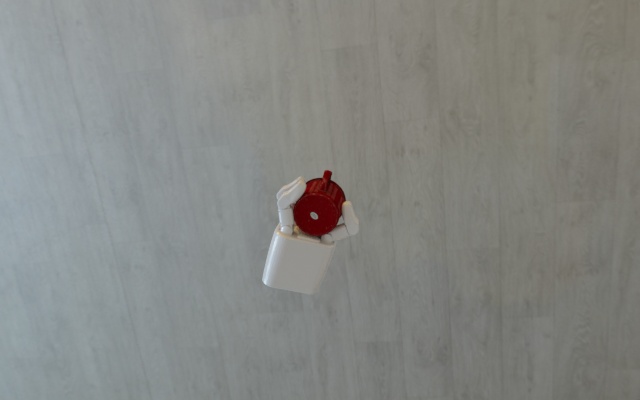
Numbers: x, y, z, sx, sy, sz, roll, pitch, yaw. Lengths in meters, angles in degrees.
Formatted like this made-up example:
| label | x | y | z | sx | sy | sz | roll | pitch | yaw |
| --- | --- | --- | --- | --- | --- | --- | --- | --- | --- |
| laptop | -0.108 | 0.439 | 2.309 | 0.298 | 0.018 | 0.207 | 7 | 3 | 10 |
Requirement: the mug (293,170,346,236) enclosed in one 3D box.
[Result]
| label | x | y | z | sx | sy | sz | roll | pitch | yaw |
| --- | --- | --- | --- | --- | --- | --- | --- | --- | --- |
| mug | 0.001 | 0.002 | 0.853 | 0.093 | 0.117 | 0.081 | 18 | 18 | 2 |
